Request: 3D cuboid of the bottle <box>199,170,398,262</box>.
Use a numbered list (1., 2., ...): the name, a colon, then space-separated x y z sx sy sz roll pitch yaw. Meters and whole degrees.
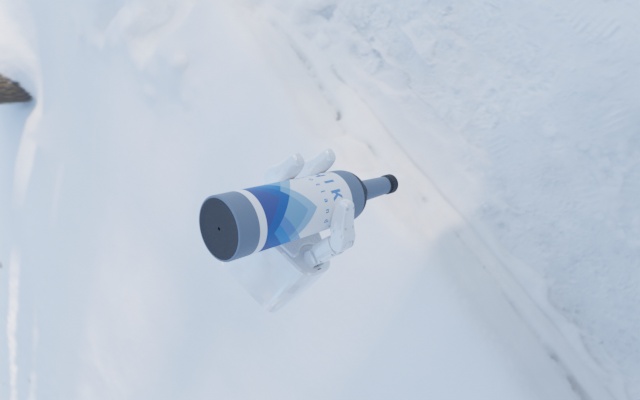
1. bottle: 0.000 0.002 0.565 0.069 0.069 0.295 0 10 43
